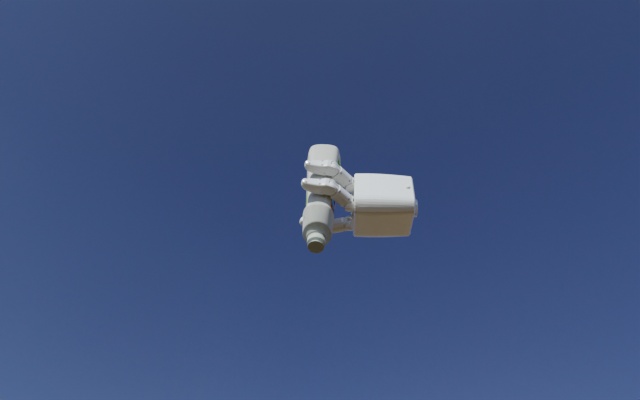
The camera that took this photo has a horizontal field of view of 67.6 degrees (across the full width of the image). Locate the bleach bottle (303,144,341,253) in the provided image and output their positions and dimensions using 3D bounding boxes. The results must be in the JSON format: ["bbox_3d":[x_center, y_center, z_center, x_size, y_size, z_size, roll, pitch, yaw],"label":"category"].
[{"bbox_3d":[0.000,0.003,0.878,0.068,0.103,0.250,2,40,3],"label":"bleach bottle"}]
